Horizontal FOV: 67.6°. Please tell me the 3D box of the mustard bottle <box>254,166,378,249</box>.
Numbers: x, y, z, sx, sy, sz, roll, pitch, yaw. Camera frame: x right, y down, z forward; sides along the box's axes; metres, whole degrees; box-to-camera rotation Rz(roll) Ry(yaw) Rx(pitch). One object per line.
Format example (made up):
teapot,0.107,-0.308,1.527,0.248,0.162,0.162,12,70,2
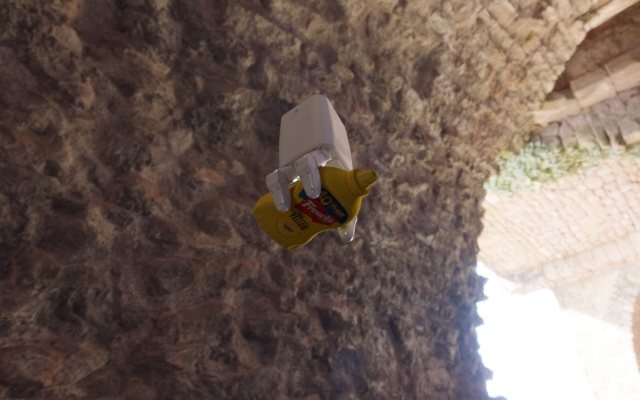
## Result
mustard bottle,0.000,0.003,0.693,0.192,0.096,0.058,-27,26,31
